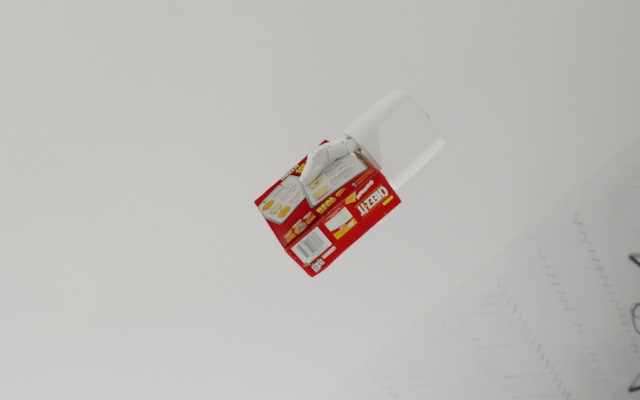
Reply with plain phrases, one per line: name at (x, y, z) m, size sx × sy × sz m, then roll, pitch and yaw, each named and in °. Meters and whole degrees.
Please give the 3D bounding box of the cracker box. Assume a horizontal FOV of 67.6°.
cracker box at (0.000, 0.002, 0.722) m, size 0.164 × 0.072 × 0.213 m, roll -41°, pitch 25°, yaw -3°
